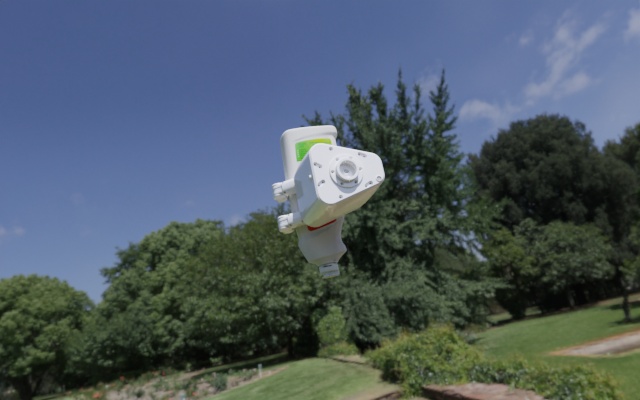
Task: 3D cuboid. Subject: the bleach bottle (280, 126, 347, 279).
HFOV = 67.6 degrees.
[{"bbox_3d":[0.000,0.003,0.801,0.102,0.250,0.068,-7,-15,-16],"label":"bleach bottle"}]
